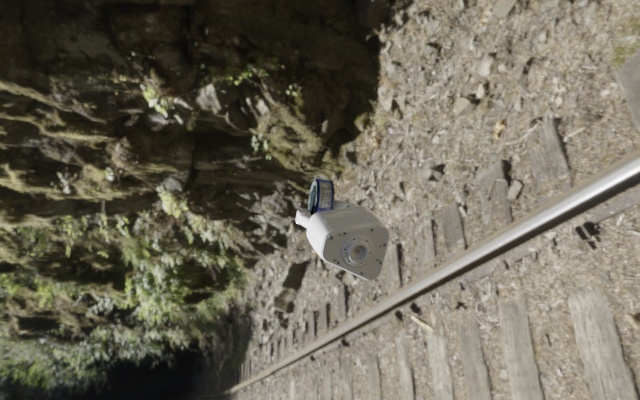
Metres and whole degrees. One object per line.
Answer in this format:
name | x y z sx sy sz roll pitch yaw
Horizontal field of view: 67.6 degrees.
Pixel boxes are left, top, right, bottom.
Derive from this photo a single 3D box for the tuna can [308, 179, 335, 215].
tuna can | 0.000 0.003 0.889 0.034 0.086 0.086 7 -1 -11
